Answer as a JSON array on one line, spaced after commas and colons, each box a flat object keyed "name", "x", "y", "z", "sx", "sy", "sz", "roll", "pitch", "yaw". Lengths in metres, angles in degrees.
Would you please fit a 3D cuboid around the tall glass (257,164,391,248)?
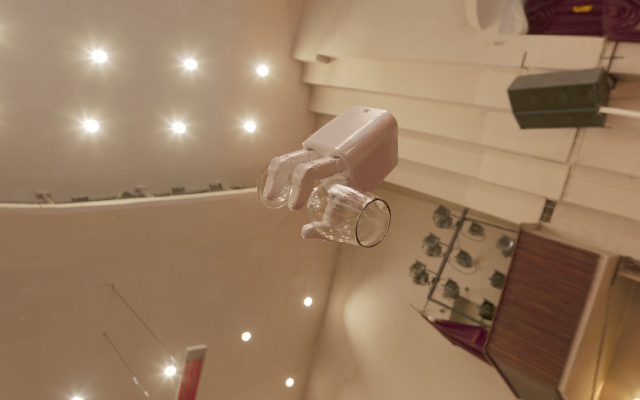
[{"name": "tall glass", "x": 0.000, "y": 0.002, "z": 0.645, "sx": 0.079, "sy": 0.079, "sz": 0.201, "roll": 0, "pitch": 15, "yaw": -42}]
